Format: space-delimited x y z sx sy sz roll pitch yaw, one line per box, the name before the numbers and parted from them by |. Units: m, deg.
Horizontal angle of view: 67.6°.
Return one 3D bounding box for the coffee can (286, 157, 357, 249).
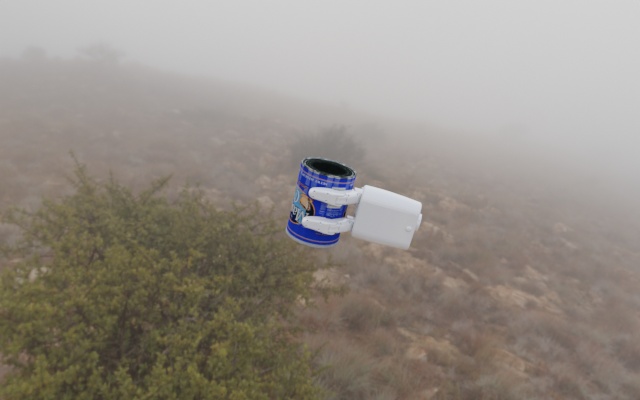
coffee can | 0.000 0.003 0.879 0.103 0.140 0.102 12 20 -5
